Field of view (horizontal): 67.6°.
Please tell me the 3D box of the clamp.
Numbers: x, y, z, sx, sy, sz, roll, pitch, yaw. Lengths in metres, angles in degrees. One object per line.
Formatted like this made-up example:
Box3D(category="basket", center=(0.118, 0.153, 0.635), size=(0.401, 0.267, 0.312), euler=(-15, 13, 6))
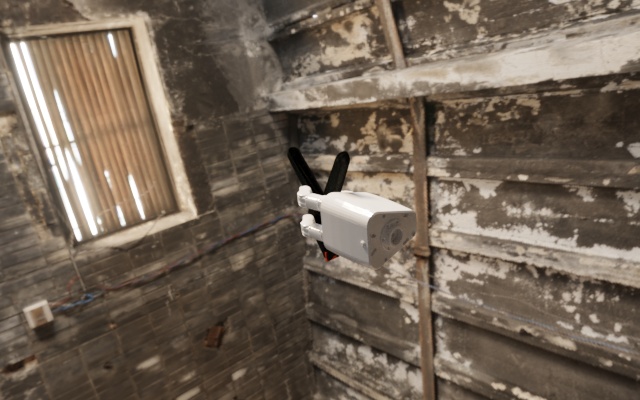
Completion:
Box3D(category="clamp", center=(0.001, 0.003, 0.837), size=(0.036, 0.210, 0.164), euler=(-19, 25, -31))
